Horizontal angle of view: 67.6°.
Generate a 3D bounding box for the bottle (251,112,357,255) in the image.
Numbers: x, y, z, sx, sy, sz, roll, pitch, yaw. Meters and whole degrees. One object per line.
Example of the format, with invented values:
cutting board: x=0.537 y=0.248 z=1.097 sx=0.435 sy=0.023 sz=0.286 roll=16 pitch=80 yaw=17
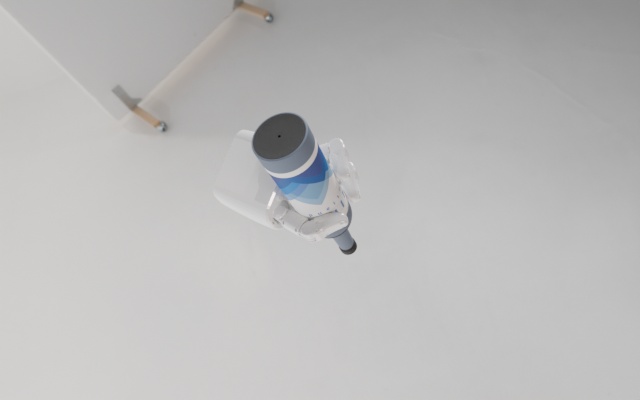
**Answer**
bottle: x=0.000 y=0.002 z=0.636 sx=0.069 sy=0.069 sz=0.296 roll=0 pitch=-29 yaw=20
